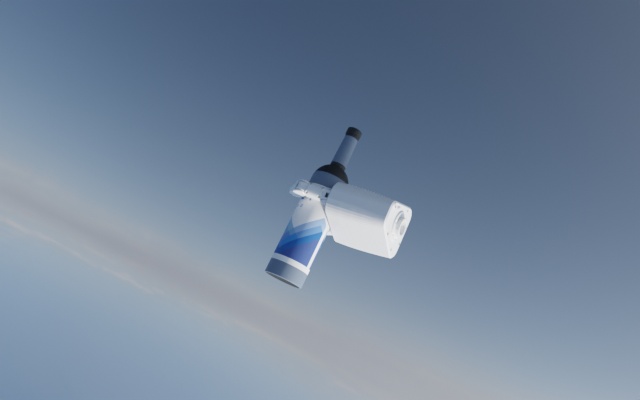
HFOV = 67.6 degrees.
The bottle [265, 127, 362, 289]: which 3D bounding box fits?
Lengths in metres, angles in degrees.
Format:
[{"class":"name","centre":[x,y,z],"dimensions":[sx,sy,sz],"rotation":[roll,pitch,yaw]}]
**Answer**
[{"class":"bottle","centre":[0.000,0.003,0.820],"dimensions":[0.069,0.295,0.069],"rotation":[24,-15,7]}]
